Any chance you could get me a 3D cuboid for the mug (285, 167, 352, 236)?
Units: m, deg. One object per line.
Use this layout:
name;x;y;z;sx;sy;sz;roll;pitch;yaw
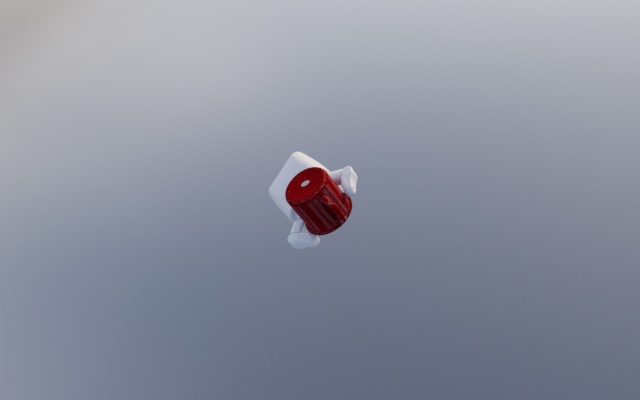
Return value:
mug;0.001;0.003;0.789;0.117;0.093;0.081;37;-10;51
